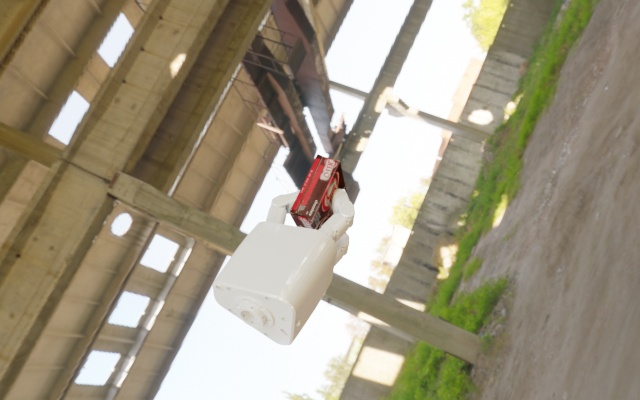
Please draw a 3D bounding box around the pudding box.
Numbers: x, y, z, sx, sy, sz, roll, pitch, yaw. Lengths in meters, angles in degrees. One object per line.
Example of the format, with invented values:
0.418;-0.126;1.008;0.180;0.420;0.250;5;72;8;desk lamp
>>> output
0.000;0.002;0.652;0.039;0.090;0.113;22;-17;13;pudding box
